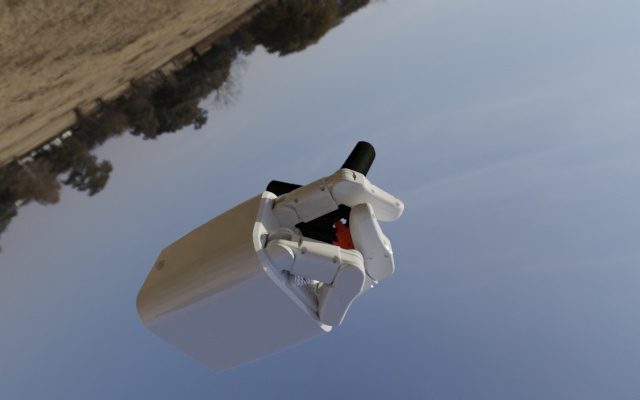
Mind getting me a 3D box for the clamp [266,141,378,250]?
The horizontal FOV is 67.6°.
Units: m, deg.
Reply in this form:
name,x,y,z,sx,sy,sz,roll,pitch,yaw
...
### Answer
name,x,y,z,sx,sy,sz,roll,pitch,yaw
clamp,0.000,0.002,0.438,0.120,0.039,0.171,-26,23,13
